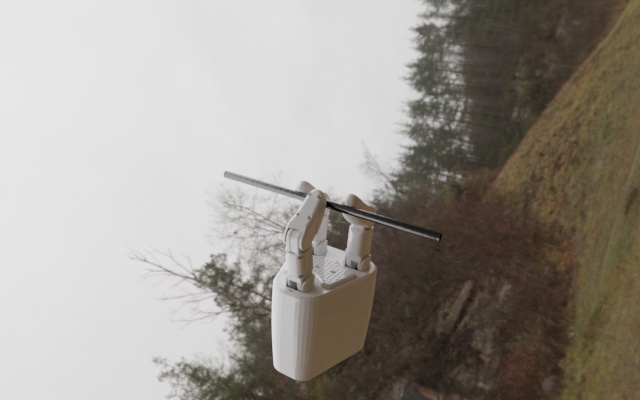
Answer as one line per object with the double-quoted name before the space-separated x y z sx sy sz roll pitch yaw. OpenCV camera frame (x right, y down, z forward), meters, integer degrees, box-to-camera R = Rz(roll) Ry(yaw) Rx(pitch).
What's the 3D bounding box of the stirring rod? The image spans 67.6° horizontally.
"stirring rod" 0.000 0.002 0.463 0.239 0.011 0.011 16 8 27
